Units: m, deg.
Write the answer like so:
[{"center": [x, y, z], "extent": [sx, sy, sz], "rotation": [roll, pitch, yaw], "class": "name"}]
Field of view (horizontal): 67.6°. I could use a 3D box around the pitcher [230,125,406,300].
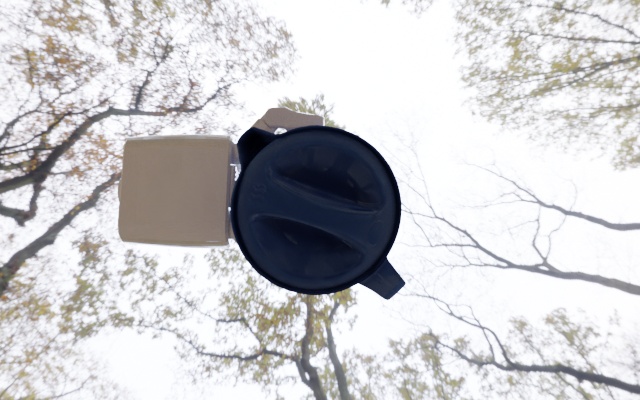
[{"center": [0.000, 0.002, 0.482], "extent": [0.145, 0.149, 0.243], "rotation": [0, 8, -2], "class": "pitcher"}]
